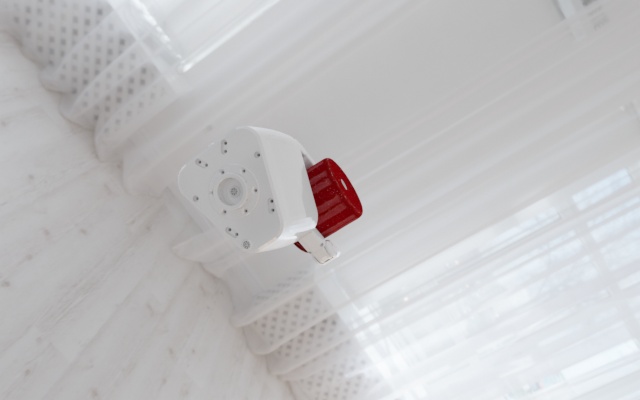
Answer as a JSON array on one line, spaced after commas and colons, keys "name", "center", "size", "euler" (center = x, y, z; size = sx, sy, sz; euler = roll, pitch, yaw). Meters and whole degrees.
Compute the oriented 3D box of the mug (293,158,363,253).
[{"name": "mug", "center": [0.001, 0.002, 0.583], "size": [0.081, 0.093, 0.117], "euler": [-32, -4, 14]}]
